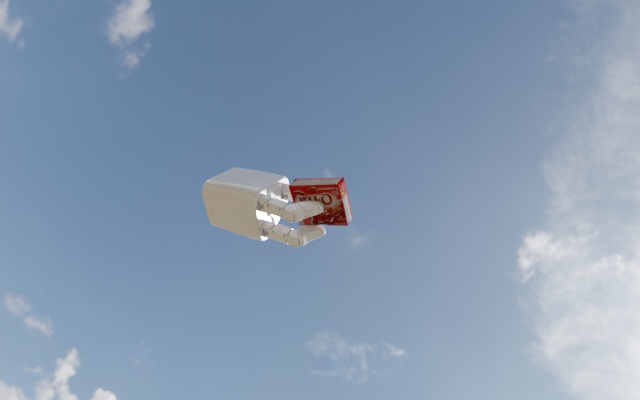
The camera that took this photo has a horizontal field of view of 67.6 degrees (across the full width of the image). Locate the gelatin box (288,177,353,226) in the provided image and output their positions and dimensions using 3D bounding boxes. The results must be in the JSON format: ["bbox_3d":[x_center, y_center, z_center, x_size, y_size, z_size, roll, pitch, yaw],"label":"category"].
[{"bbox_3d":[0.001,0.002,0.755,0.089,0.073,0.030,-1,28,26],"label":"gelatin box"}]
